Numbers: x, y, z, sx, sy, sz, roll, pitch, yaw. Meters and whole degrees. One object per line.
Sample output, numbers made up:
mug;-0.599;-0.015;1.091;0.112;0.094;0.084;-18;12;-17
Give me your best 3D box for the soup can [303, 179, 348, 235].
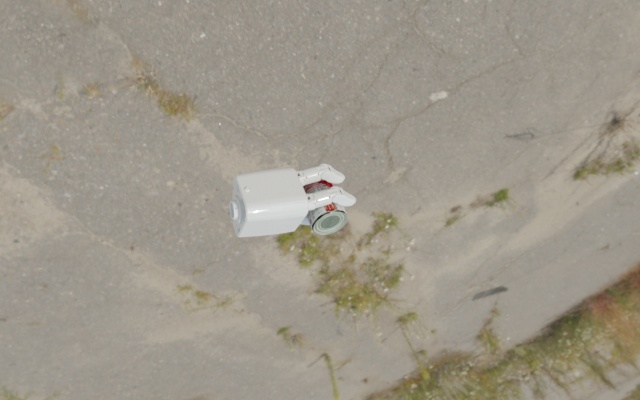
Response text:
soup can;0.001;0.003;0.861;0.068;0.102;0.069;-16;-36;-12
